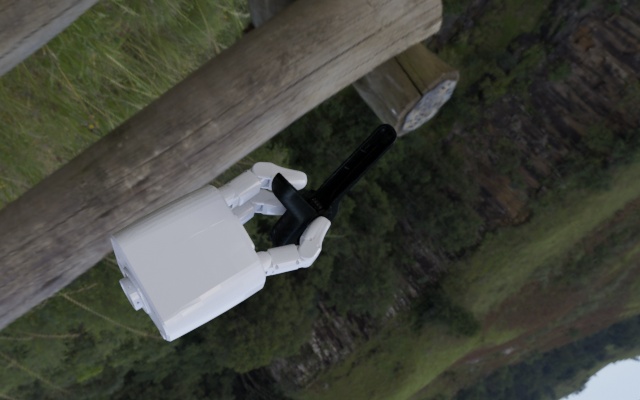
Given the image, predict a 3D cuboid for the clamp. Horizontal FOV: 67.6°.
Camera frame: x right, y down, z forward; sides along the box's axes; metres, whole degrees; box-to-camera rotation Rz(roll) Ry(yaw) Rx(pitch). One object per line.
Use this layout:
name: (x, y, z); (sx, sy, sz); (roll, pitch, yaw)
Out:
clamp: (0.000, 0.003, 0.544); (0.164, 0.036, 0.210); (-30, -19, -29)
